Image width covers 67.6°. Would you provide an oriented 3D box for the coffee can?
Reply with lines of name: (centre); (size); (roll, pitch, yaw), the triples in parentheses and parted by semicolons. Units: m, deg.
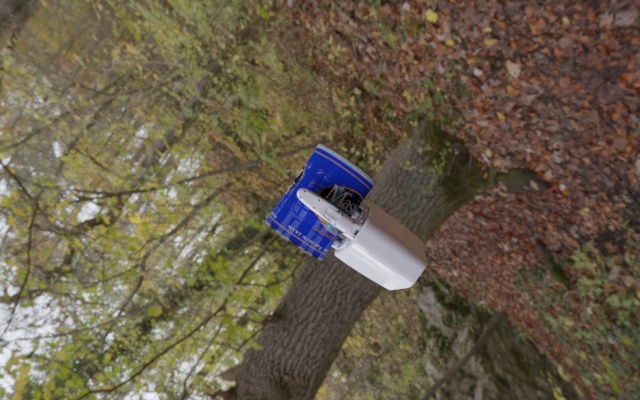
coffee can: (0.000, 0.002, 0.706); (0.103, 0.140, 0.103); (35, 0, 0)
